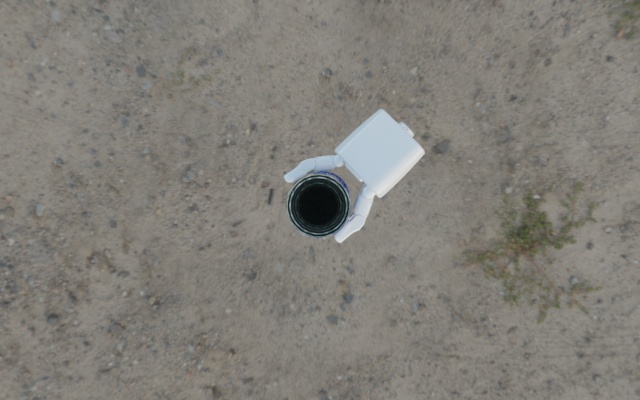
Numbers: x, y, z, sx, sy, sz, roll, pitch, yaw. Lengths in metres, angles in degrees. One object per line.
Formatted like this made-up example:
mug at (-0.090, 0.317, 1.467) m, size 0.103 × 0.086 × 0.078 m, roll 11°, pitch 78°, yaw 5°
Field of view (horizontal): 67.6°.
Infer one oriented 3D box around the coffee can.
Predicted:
coffee can at (0.000, 0.003, 0.811) m, size 0.103 × 0.103 × 0.140 m, roll 0°, pitch 5°, yaw 3°
